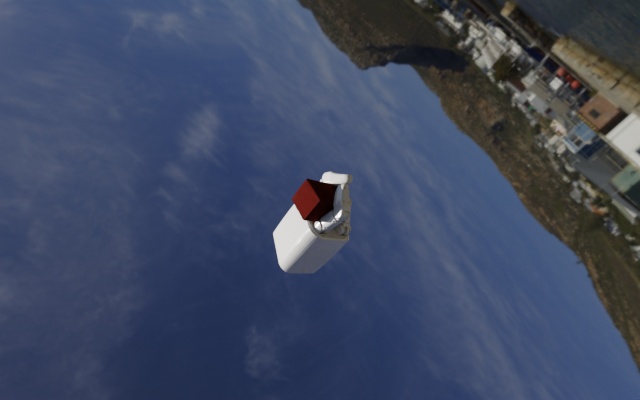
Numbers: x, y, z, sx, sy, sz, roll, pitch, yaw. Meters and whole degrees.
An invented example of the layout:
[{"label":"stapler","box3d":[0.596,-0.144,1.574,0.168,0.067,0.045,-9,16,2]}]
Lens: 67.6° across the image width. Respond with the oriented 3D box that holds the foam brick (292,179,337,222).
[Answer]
[{"label":"foam brick","box3d":[0.000,0.003,0.824,0.078,0.053,0.051,10,-50,-46]}]
